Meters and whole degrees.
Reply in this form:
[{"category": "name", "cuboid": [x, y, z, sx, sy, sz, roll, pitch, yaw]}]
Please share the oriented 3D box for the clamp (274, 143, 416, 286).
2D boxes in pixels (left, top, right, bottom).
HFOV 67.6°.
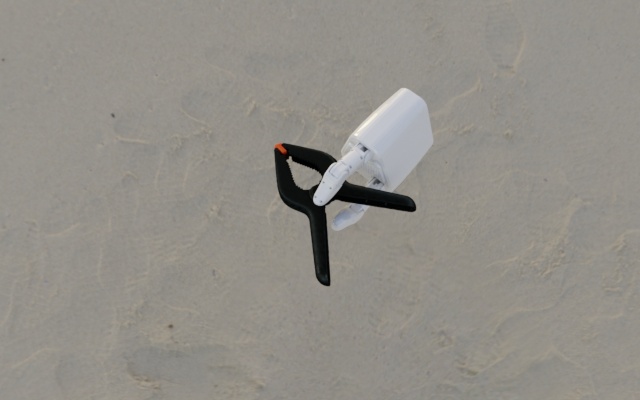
[{"category": "clamp", "cuboid": [0.000, 0.001, 0.652, 0.210, 0.164, 0.036, 39, -13, 19]}]
